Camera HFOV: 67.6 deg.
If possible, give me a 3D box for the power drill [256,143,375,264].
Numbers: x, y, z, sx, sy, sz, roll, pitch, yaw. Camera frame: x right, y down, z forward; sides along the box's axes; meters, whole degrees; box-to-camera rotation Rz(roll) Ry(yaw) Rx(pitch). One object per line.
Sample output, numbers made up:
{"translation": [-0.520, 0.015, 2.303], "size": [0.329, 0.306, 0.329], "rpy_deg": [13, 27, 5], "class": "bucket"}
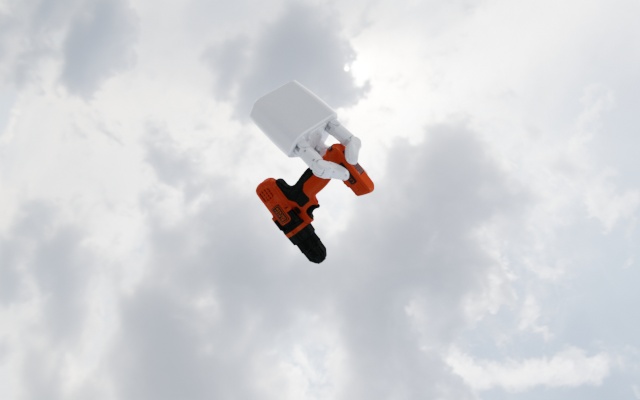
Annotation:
{"translation": [0.000, 0.002, 0.847], "size": [0.188, 0.184, 0.057], "rpy_deg": [-36, 6, 20], "class": "power drill"}
